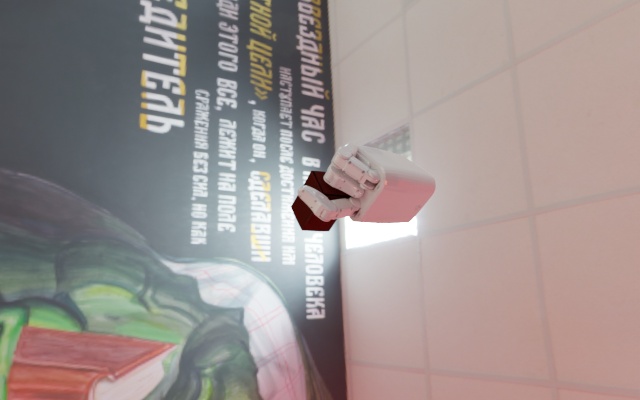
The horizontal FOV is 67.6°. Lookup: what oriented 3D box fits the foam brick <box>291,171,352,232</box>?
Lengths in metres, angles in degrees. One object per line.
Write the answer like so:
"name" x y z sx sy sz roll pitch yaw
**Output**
"foam brick" 0.000 0.002 0.710 0.051 0.053 0.078 4 -46 -34
